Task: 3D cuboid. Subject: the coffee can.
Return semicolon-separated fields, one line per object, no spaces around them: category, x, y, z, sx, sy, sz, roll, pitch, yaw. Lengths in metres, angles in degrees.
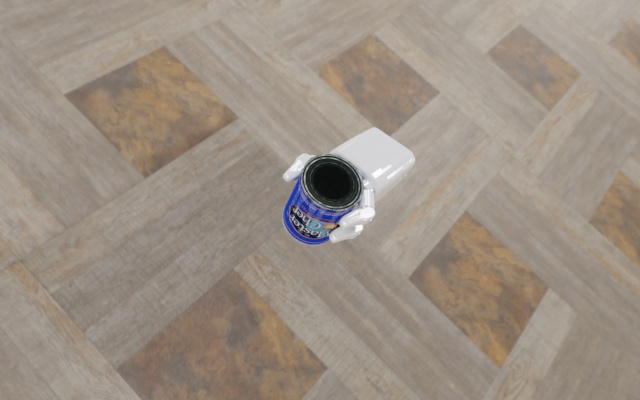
coffee can;0.000;0.003;0.795;0.103;0.102;0.140;0;-27;-18
